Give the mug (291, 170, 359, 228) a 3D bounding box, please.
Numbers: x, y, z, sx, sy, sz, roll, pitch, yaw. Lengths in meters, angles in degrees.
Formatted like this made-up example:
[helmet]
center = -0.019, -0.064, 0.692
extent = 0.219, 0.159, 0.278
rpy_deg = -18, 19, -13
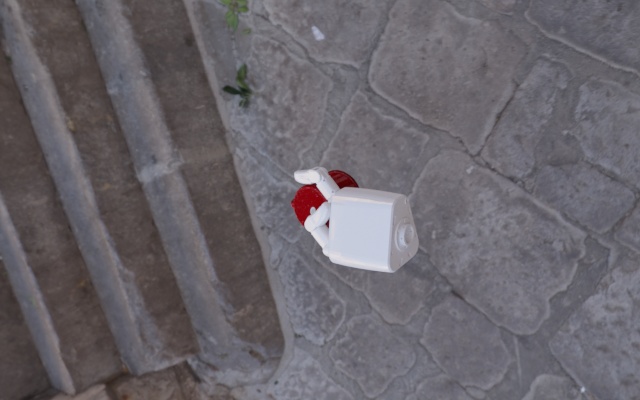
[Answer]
[mug]
center = -0.001, 0.003, 0.805
extent = 0.117, 0.093, 0.081
rpy_deg = 6, 21, 38
